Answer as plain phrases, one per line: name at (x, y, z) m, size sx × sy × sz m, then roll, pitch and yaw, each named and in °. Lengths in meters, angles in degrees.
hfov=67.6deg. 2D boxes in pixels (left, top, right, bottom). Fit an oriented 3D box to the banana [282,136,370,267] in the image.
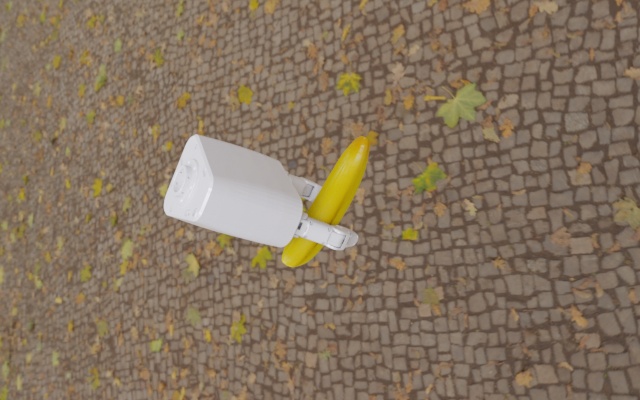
banana at (0.000, 0.015, 0.558) m, size 0.037 × 0.198 × 0.069 m, roll 24°, pitch 28°, yaw -20°
